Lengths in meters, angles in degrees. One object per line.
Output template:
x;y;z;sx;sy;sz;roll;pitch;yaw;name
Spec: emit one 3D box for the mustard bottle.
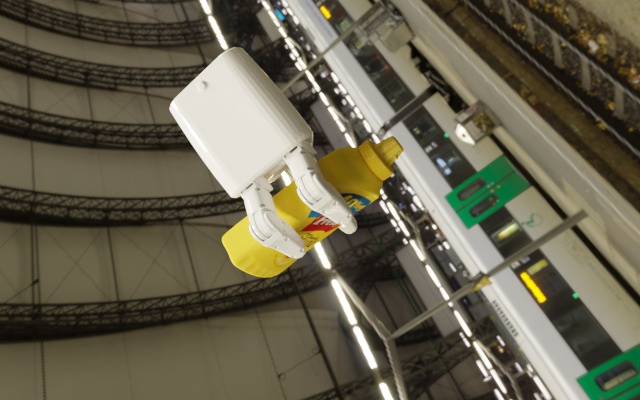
0.000;0.002;0.474;0.192;0.058;0.096;-38;-26;15;mustard bottle
